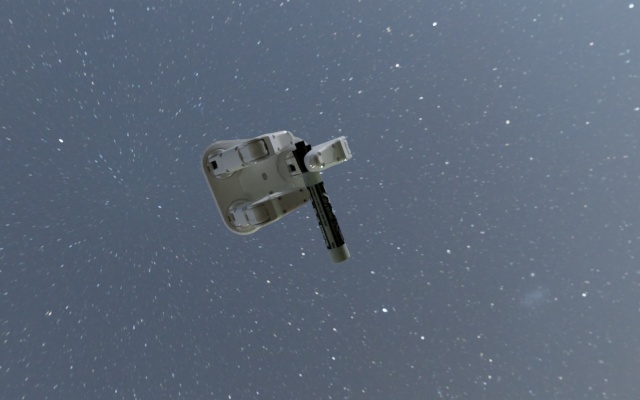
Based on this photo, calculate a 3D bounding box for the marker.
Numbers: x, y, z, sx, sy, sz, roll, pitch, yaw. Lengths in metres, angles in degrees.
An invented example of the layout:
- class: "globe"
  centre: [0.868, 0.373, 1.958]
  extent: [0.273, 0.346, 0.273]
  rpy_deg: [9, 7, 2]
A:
- class: "marker"
  centre: [0.000, 0.001, 0.455]
  extent: [0.020, 0.121, 0.020]
  rpy_deg: [-19, 8, 3]
